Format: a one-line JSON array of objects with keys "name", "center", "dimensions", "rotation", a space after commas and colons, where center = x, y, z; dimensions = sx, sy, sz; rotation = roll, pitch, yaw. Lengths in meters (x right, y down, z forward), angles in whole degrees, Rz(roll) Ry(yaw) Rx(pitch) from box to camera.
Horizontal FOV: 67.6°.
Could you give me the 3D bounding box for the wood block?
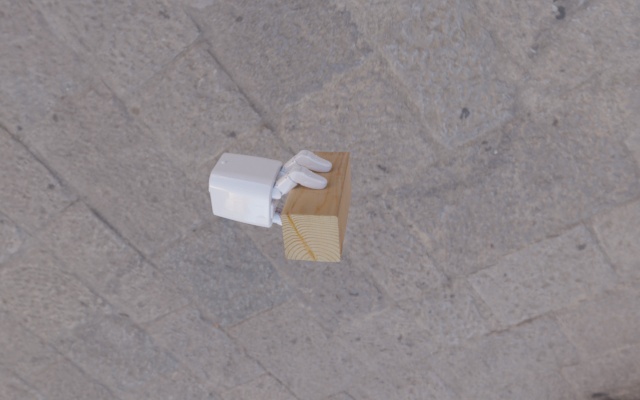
[{"name": "wood block", "center": [0.000, 0.003, 0.816], "dimensions": [0.090, 0.091, 0.206], "rotation": [2, 34, 9]}]
